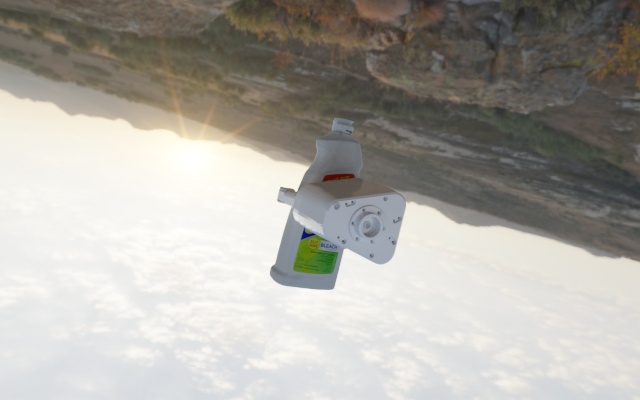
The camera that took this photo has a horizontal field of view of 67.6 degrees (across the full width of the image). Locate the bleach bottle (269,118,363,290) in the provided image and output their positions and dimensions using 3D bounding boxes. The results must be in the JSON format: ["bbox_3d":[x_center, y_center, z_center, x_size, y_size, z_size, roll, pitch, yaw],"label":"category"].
[{"bbox_3d":[0.000,0.002,0.707,0.102,0.251,0.068,10,6,-23],"label":"bleach bottle"}]
